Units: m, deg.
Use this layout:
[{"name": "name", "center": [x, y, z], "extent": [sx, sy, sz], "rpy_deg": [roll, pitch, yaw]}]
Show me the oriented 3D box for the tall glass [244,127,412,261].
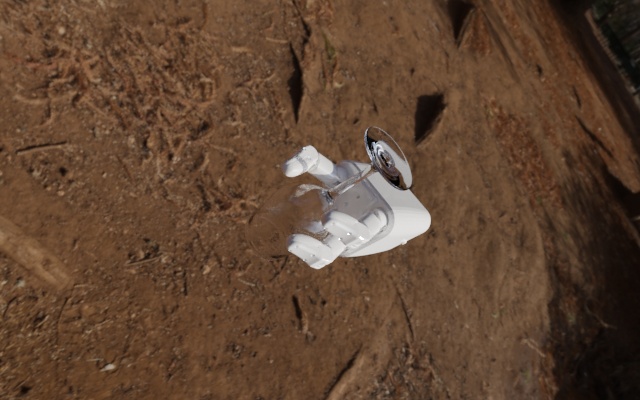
[{"name": "tall glass", "center": [0.000, 0.001, 0.537], "extent": [0.201, 0.079, 0.079], "rpy_deg": [-32, -19, 33]}]
